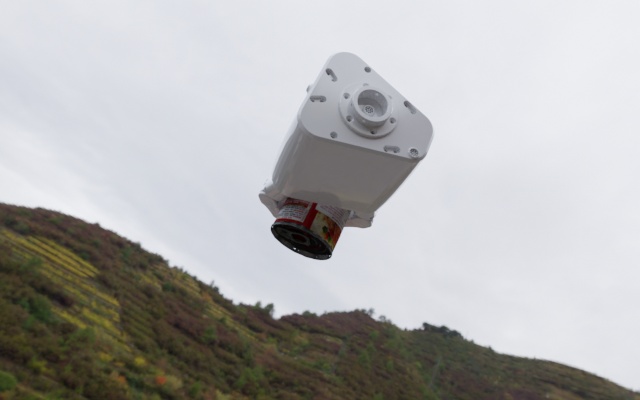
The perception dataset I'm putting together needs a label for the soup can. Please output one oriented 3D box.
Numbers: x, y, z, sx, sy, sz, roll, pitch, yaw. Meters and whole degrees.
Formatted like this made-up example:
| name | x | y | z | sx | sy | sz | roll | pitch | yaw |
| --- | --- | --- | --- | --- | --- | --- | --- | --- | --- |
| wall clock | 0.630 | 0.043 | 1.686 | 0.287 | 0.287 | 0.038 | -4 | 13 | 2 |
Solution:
| name | x | y | z | sx | sy | sz | roll | pitch | yaw |
| --- | --- | --- | --- | --- | --- | --- | --- | --- | --- |
| soup can | 0.000 | 0.002 | 0.501 | 0.068 | 0.102 | 0.068 | 21 | -26 | 11 |
